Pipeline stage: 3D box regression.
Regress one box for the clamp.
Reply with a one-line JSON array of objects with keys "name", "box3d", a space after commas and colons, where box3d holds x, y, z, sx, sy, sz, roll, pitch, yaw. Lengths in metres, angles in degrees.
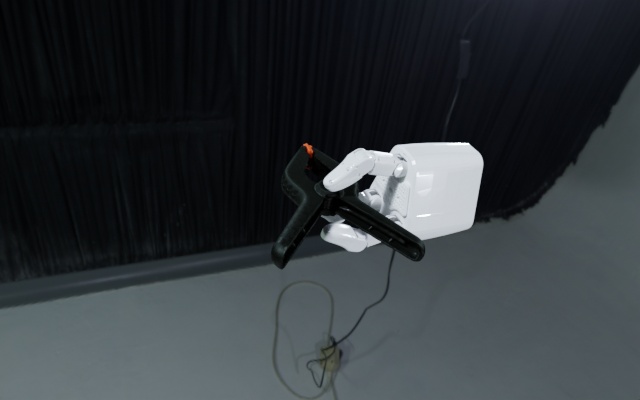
[{"name": "clamp", "box3d": [0.000, 0.001, 0.541, 0.164, 0.036, 0.209, -4, 39, -25]}]
